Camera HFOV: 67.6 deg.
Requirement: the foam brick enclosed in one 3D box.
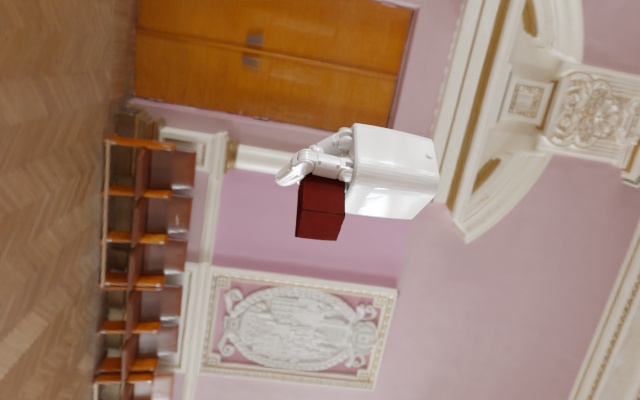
[{"bbox_3d":[0.000,0.002,0.573,0.051,0.078,0.053,9,-41,-8],"label":"foam brick"}]
